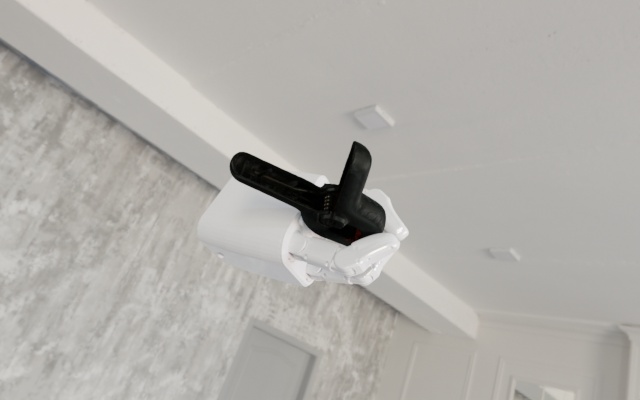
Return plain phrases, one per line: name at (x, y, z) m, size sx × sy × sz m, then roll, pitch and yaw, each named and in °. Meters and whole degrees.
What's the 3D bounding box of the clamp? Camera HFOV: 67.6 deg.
clamp at (0.000, 0.001, 0.423) m, size 0.120 × 0.039 × 0.172 m, roll 8°, pitch -27°, yaw 23°
